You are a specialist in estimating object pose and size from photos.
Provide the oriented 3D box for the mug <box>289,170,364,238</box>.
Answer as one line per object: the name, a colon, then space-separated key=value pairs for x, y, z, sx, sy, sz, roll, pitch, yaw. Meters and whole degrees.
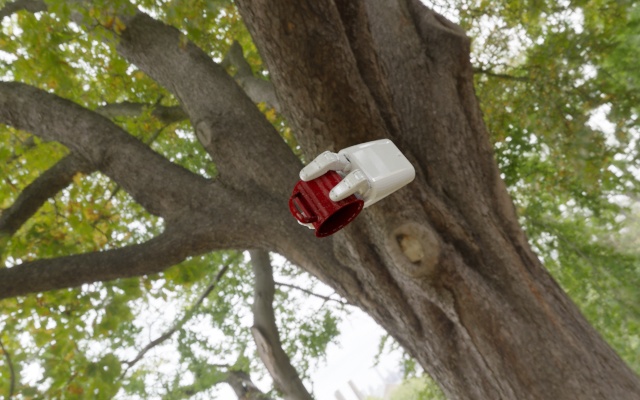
mug: x=-0.001 y=0.003 z=0.753 sx=0.117 sy=0.081 sz=0.093 roll=-19 pitch=-26 yaw=-37
